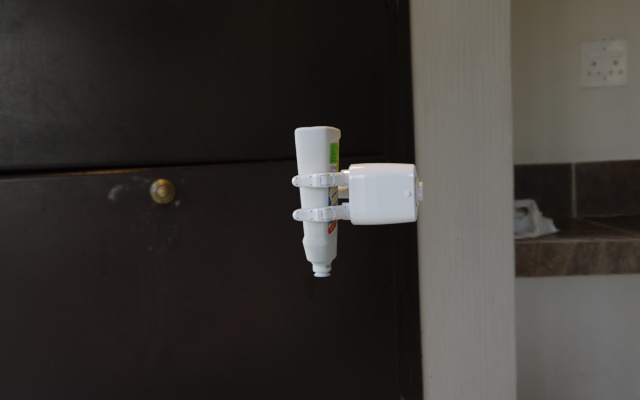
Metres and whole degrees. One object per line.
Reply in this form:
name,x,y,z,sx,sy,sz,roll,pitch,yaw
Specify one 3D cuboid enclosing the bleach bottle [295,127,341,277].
bleach bottle,0.000,0.003,0.821,0.068,0.251,0.102,-1,5,16
